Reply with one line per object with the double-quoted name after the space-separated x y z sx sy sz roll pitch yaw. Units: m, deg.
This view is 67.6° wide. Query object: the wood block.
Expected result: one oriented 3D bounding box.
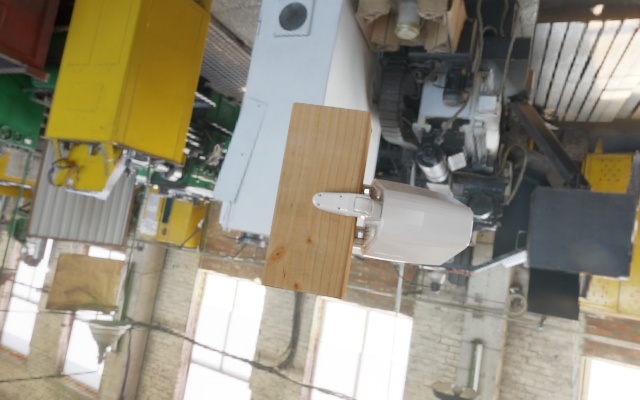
0.000 0.002 0.559 0.090 0.206 0.091 9 -6 7 "wood block"
